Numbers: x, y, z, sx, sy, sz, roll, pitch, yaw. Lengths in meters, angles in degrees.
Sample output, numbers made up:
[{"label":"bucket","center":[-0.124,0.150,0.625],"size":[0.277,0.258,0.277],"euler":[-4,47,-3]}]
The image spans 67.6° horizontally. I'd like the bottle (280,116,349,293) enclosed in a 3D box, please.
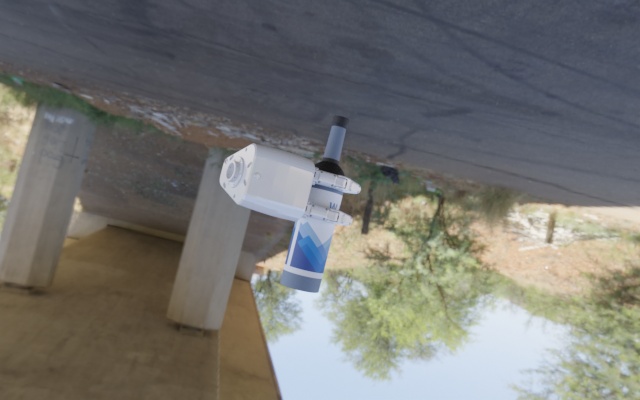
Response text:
[{"label":"bottle","center":[0.000,0.003,0.803],"size":[0.069,0.295,0.069],"euler":[14,-3,1]}]
